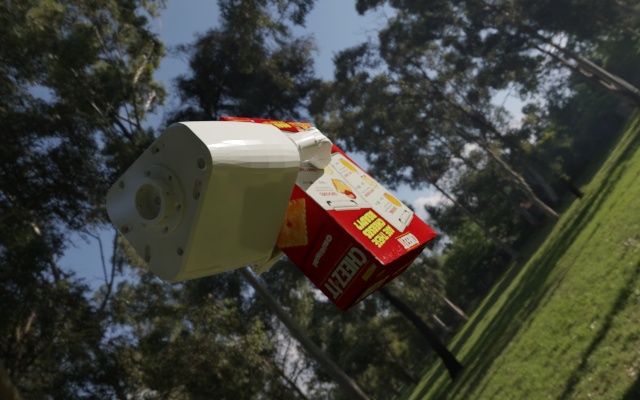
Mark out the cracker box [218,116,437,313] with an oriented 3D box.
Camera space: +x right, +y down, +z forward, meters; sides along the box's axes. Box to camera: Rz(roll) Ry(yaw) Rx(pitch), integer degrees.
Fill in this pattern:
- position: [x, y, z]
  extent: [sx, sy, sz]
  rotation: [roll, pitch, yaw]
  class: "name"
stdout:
- position: [0.000, 0.001, 0.506]
  extent: [0.213, 0.072, 0.164]
  rotation: [43, 24, 18]
  class: "cracker box"
